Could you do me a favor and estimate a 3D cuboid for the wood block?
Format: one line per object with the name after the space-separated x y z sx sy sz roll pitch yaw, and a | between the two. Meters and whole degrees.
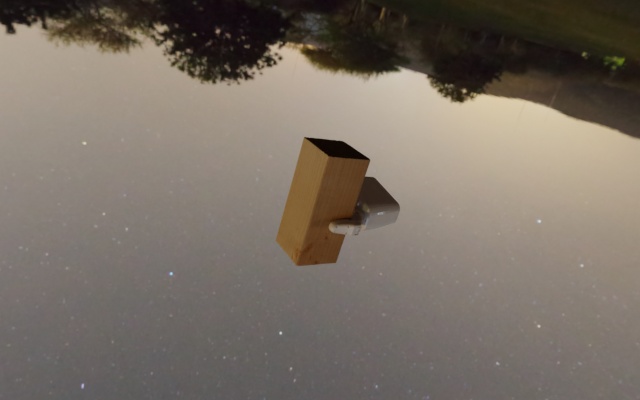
0.001 0.003 0.845 0.090 0.206 0.090 1 26 -35 | wood block
